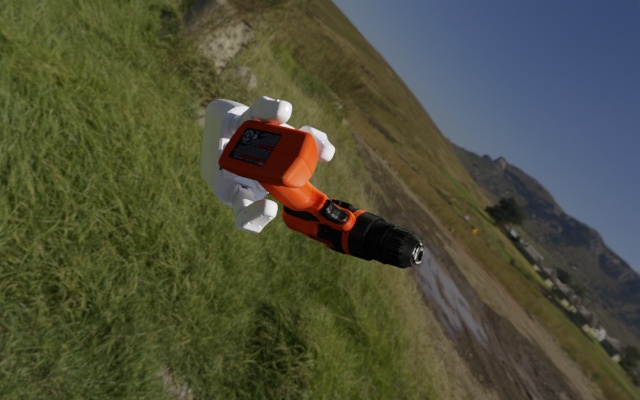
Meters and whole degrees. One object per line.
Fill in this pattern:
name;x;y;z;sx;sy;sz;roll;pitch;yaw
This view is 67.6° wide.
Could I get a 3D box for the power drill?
power drill;0.000;0.001;0.485;0.184;0.057;0.188;15;-21;38
